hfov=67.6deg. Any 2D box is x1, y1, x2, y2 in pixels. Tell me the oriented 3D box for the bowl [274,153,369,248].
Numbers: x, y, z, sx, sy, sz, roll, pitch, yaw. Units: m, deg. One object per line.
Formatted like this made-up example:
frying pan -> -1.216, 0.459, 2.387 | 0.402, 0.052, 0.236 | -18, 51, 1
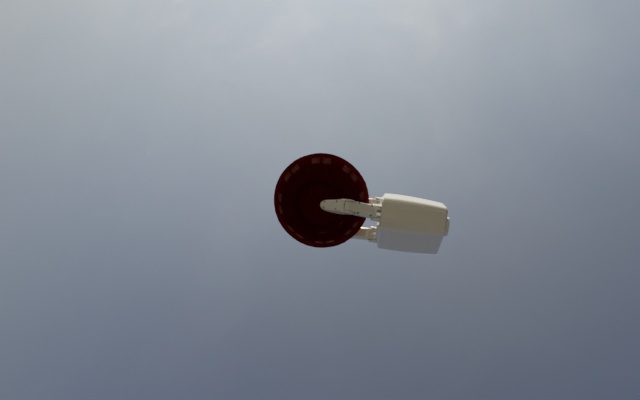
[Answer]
bowl -> -0.001, 0.002, 0.826 | 0.162, 0.162, 0.055 | 0, -9, -5
